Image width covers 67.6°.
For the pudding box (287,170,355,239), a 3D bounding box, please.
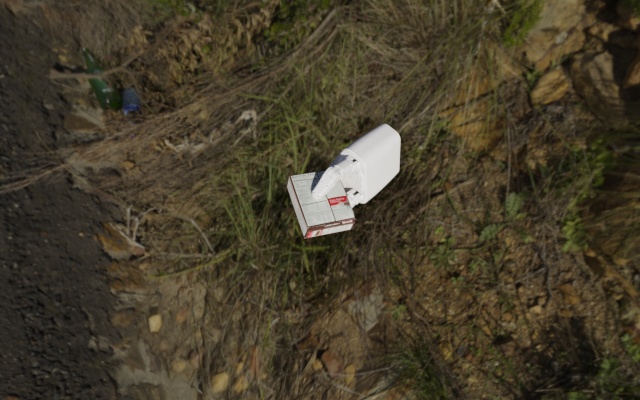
[{"bbox_3d":[0.000,0.003,0.823,0.090,0.113,0.039,-11,-32,-16],"label":"pudding box"}]
